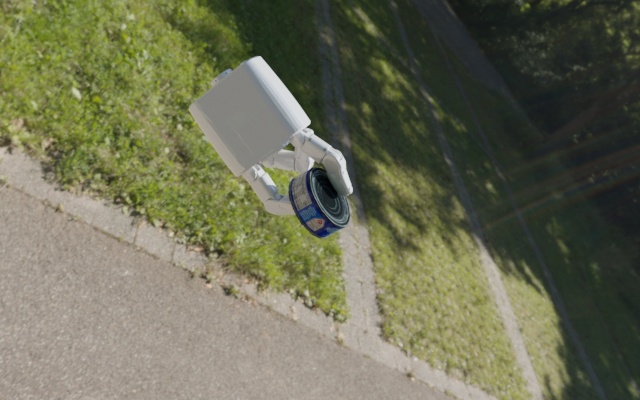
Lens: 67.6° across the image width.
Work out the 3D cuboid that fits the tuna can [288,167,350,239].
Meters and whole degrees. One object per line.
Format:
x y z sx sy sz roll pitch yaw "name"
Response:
0.001 0.002 0.597 0.034 0.086 0.086 -29 -14 26 "tuna can"
